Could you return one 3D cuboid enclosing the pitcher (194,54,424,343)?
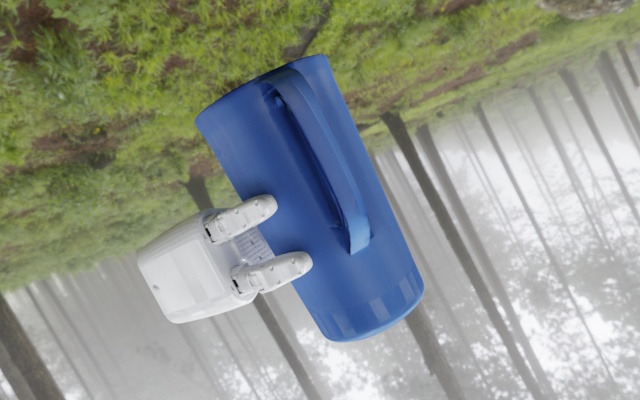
[{"bbox_3d":[0.000,0.001,0.433,0.145,0.243,0.149,-25,5,30],"label":"pitcher"}]
